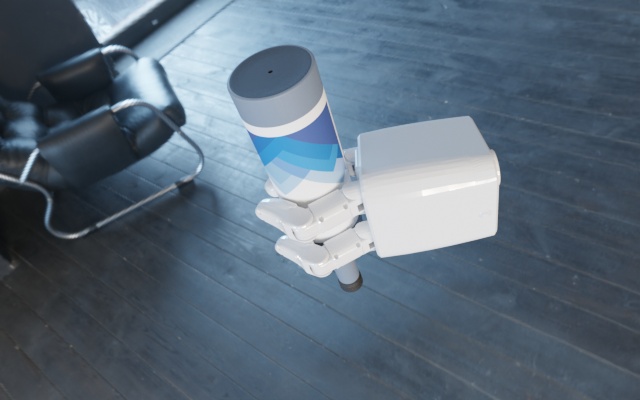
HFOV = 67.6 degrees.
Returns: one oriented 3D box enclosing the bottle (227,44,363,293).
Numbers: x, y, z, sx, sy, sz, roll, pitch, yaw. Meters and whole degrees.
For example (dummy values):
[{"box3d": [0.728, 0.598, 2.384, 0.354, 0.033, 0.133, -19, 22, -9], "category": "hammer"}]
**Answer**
[{"box3d": [0.000, 0.001, 0.448, 0.069, 0.069, 0.296, 0, -40, 18], "category": "bottle"}]
